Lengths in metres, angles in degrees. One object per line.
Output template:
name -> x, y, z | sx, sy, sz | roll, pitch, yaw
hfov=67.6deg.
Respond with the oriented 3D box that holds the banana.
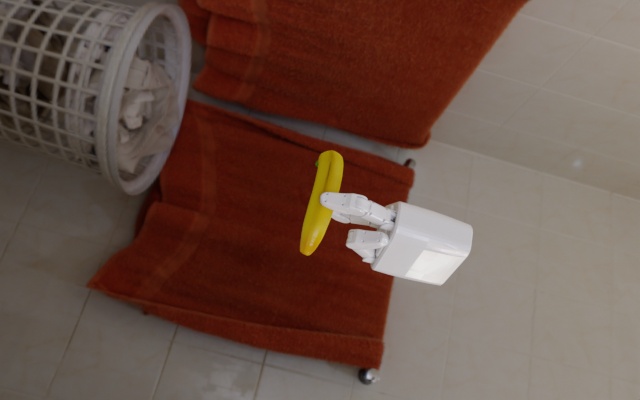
banana -> 0.005, -0.013, 0.668 | 0.037, 0.070, 0.197 | 17, 42, -5
